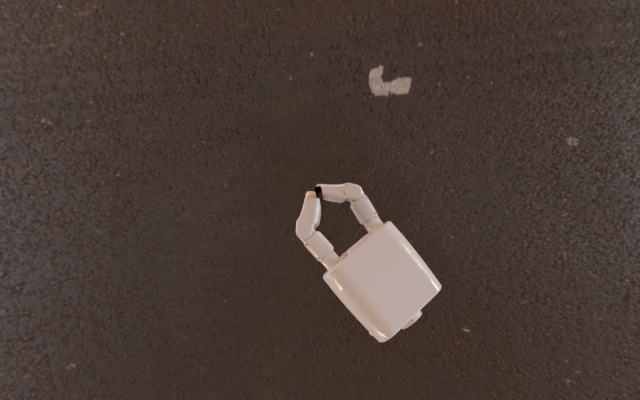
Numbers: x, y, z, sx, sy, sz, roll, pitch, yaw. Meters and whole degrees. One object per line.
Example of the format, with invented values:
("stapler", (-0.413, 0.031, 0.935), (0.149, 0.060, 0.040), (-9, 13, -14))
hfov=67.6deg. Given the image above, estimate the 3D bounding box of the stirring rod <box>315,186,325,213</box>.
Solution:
("stirring rod", (0.000, 0.002, 0.654), (0.011, 0.011, 0.239), (0, -7, 1))
